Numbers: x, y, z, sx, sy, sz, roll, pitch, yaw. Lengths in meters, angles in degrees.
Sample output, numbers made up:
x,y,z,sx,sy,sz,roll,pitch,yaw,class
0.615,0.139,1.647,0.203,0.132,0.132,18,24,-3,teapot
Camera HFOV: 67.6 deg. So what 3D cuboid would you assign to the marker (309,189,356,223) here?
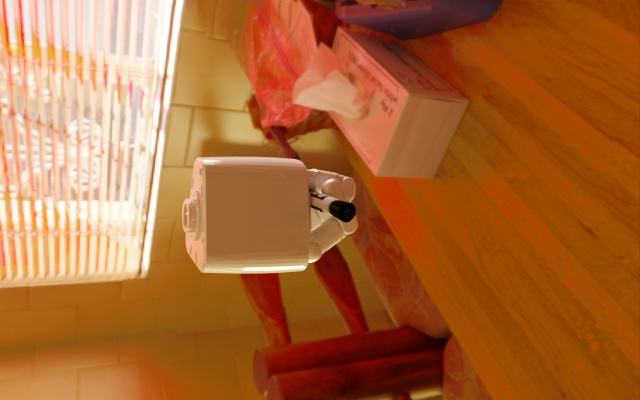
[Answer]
x,y,z,sx,sy,sz,roll,pitch,yaw,class
0.000,0.002,0.478,0.020,0.020,0.121,0,10,-26,marker
